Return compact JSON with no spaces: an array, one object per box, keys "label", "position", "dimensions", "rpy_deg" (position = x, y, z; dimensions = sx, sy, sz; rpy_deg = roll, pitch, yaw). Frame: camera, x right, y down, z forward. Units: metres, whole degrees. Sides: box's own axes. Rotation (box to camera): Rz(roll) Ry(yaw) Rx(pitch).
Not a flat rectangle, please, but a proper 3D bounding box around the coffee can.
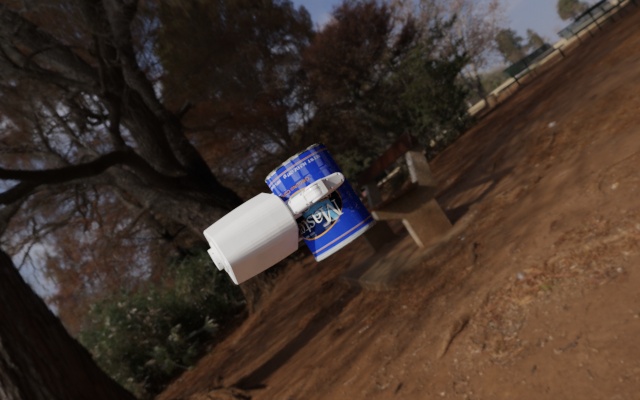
[{"label":"coffee can","position":[0.000,0.002,0.692],"dimensions":[0.103,0.140,0.103],"rpy_deg":[-33,-3,-2]}]
